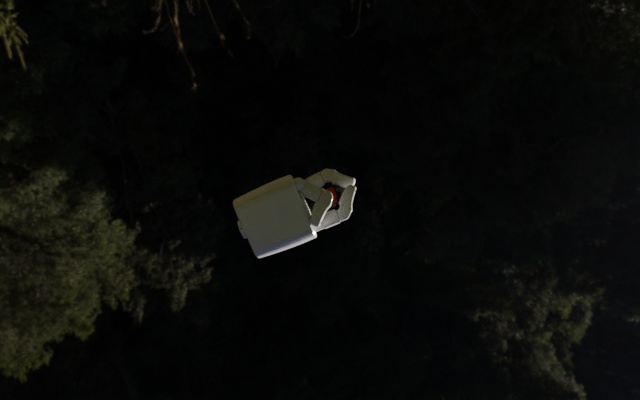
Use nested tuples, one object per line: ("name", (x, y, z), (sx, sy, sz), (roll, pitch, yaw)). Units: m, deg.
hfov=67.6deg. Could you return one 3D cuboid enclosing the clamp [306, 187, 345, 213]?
("clamp", (0.000, 0.003, 0.877), (0.120, 0.039, 0.171), (-22, -6, 0))
